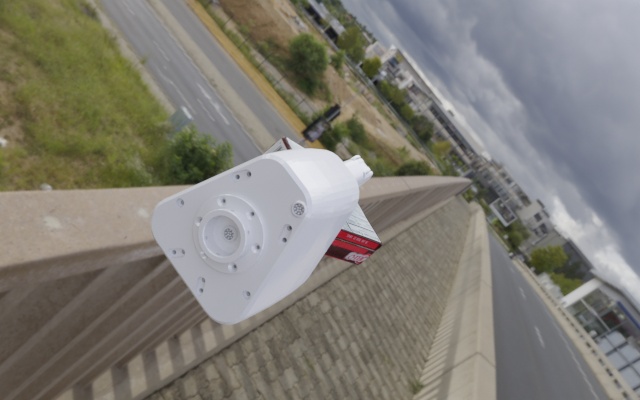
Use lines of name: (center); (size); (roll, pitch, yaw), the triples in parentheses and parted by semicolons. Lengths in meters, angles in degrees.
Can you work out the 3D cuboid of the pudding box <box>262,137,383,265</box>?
pudding box: (0.000, 0.001, 0.448); (0.039, 0.113, 0.090); (-40, -35, 19)
